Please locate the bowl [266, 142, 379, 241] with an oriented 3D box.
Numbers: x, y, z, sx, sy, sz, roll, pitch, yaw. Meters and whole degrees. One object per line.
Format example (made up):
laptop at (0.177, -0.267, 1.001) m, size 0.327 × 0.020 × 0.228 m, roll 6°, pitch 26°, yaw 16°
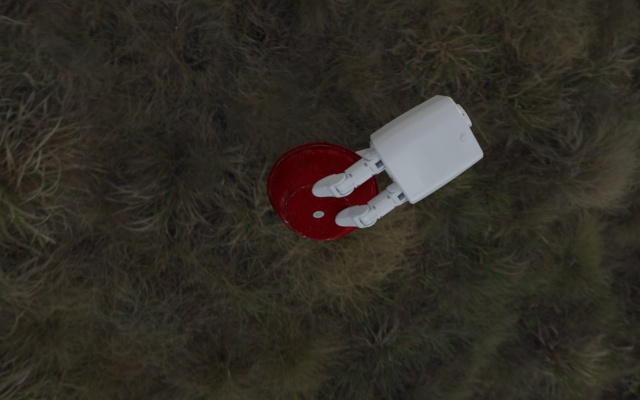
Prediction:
bowl at (-0.001, 0.003, 0.665) m, size 0.162 × 0.162 × 0.055 m, roll 0°, pitch 35°, yaw 7°
